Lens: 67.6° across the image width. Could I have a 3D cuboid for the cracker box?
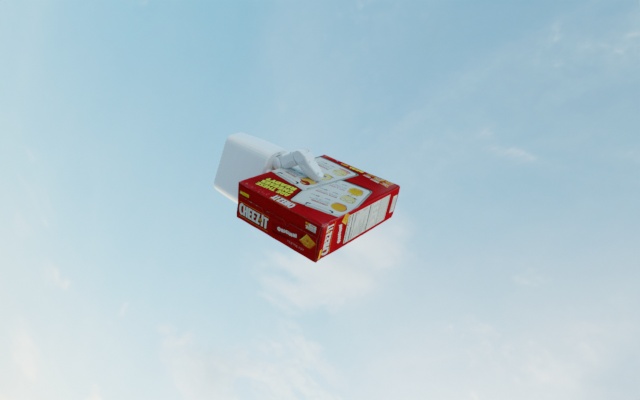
[{"bbox_3d":[0.000,0.002,0.760,0.164,0.072,0.213,26,31,30],"label":"cracker box"}]
